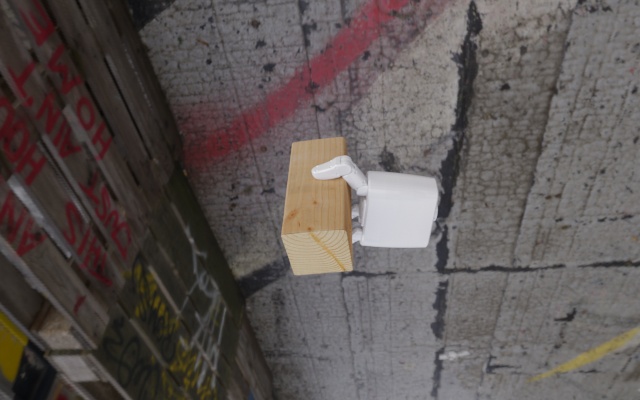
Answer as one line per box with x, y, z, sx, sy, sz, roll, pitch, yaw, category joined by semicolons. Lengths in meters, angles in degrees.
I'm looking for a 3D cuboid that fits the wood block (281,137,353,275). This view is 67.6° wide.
0.000;0.002;0.736;0.090;0.091;0.206;-5;43;7;wood block
